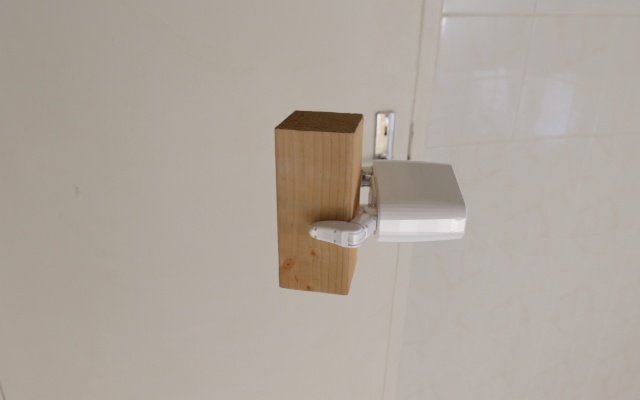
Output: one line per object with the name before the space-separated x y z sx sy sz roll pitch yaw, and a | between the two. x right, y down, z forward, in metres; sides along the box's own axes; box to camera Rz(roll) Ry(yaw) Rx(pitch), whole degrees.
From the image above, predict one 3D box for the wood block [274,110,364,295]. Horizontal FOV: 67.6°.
wood block | 0.000 0.002 0.589 0.090 0.206 0.090 5 24 10
